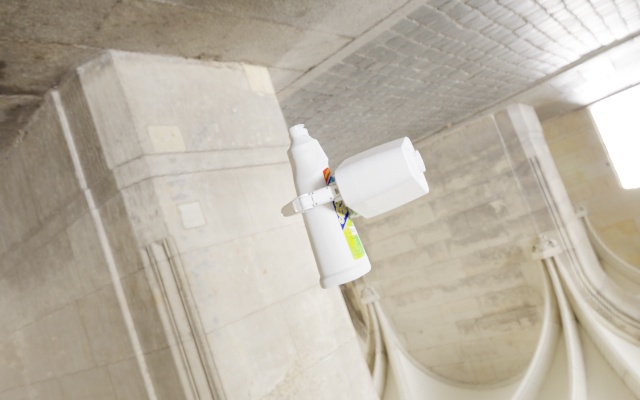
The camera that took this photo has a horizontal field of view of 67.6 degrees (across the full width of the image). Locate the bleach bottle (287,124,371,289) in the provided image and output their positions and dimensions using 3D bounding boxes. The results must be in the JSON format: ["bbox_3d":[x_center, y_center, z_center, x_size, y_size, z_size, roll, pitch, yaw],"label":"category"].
[{"bbox_3d":[0.000,0.002,0.737,0.068,0.251,0.102,-22,-6,20],"label":"bleach bottle"}]
